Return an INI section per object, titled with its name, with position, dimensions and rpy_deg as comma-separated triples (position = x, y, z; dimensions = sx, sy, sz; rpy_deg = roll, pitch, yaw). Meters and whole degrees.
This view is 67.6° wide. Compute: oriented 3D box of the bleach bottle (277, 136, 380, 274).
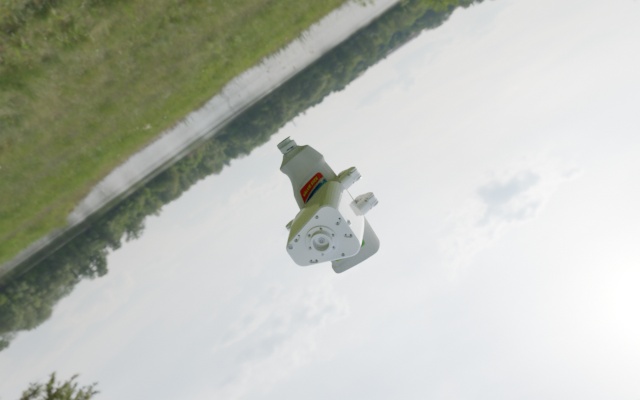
[bleach bottle]
position = 0.000, 0.003, 0.839
dimensions = 0.102, 0.251, 0.068
rpy_deg = -31, 14, 16
